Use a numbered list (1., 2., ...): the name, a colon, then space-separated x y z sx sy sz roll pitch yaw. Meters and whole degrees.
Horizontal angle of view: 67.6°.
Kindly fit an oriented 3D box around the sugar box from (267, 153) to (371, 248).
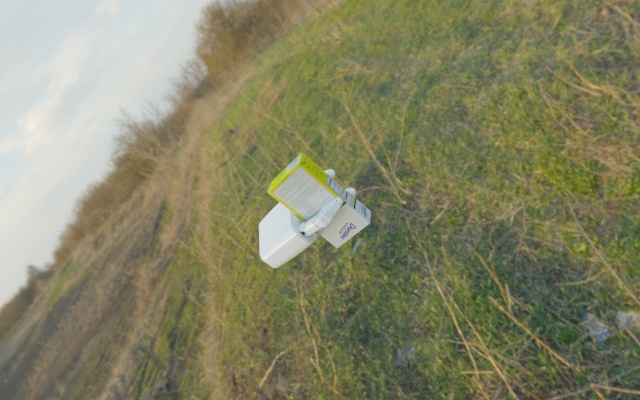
1. sugar box: 0.000 0.003 0.883 0.093 0.176 0.048 -40 22 29
